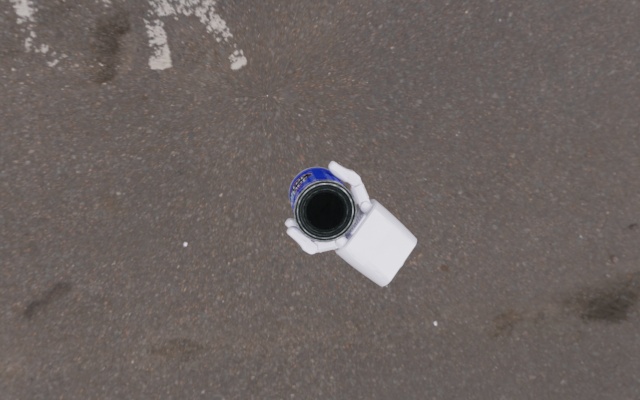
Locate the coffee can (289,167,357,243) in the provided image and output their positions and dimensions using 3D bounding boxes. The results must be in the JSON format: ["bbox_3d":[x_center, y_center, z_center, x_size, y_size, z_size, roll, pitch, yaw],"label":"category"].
[{"bbox_3d":[0.000,0.002,0.820,0.103,0.103,0.140,0,13,-7],"label":"coffee can"}]
